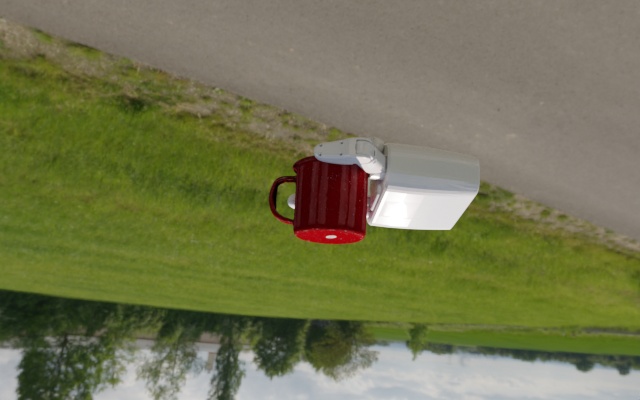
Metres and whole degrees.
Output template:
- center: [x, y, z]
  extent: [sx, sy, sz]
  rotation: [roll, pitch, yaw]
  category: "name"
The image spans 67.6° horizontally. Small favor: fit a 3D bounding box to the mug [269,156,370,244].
- center: [-0.001, 0.002, 0.540]
  extent: [0.117, 0.081, 0.093]
  rotation: [4, -16, -4]
  category: "mug"
